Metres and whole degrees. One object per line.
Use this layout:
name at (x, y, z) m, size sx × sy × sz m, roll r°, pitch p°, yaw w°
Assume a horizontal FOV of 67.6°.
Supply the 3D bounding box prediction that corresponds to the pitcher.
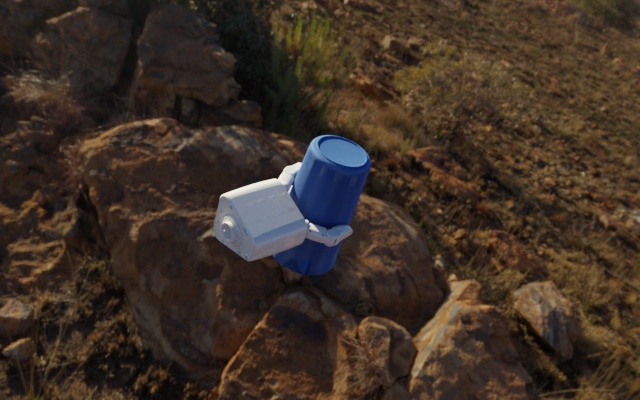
pitcher at (0.000, 0.003, 0.862) m, size 0.145 × 0.243 × 0.149 m, roll -17°, pitch 51°, yaw -41°
